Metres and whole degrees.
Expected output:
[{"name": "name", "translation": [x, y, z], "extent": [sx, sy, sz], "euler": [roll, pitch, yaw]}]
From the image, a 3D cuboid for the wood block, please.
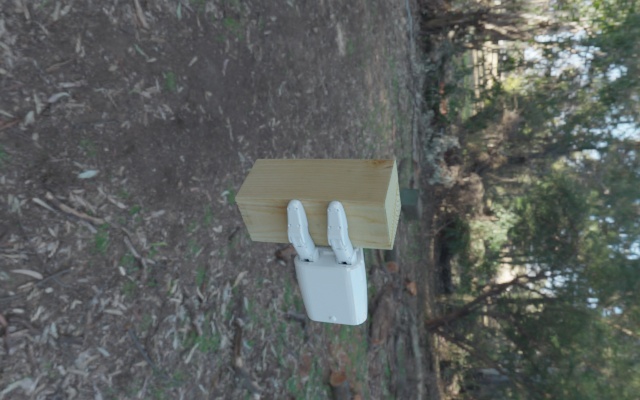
[{"name": "wood block", "translation": [0.000, 0.002, 0.669], "extent": [0.206, 0.090, 0.090], "euler": [2, 43, 19]}]
